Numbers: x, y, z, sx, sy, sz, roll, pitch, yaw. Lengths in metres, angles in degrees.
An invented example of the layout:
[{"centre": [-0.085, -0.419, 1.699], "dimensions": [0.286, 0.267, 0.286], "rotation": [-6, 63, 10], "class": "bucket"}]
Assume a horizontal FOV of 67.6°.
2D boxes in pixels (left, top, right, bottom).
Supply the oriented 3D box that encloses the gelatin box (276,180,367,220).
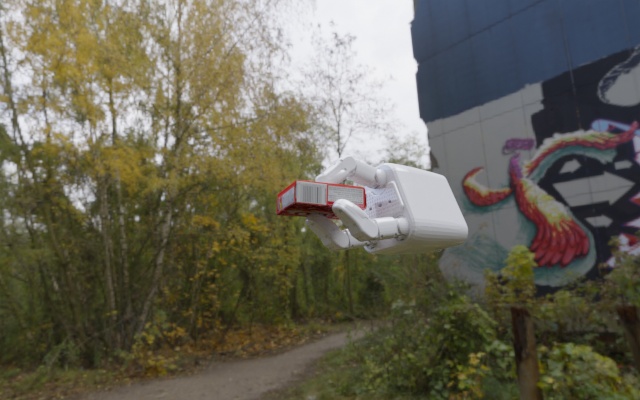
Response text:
[{"centre": [0.000, 0.001, 0.571], "dimensions": [0.089, 0.030, 0.073], "rotation": [6, -14, -21], "class": "gelatin box"}]
